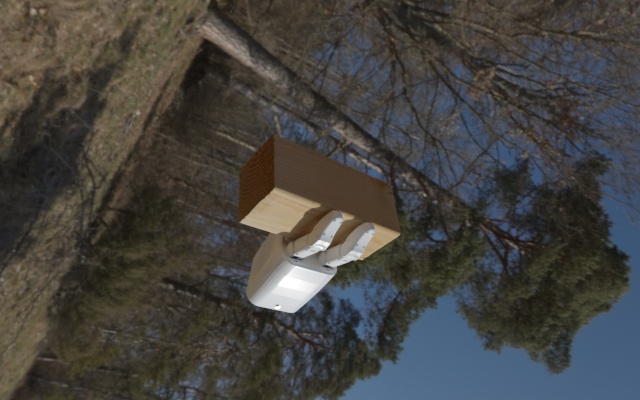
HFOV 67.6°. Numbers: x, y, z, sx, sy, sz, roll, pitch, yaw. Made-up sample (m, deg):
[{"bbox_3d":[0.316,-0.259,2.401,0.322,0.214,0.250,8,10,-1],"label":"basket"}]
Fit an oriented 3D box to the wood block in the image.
[{"bbox_3d":[0.000,0.002,0.659,0.206,0.090,0.090,20,-43,-32],"label":"wood block"}]
